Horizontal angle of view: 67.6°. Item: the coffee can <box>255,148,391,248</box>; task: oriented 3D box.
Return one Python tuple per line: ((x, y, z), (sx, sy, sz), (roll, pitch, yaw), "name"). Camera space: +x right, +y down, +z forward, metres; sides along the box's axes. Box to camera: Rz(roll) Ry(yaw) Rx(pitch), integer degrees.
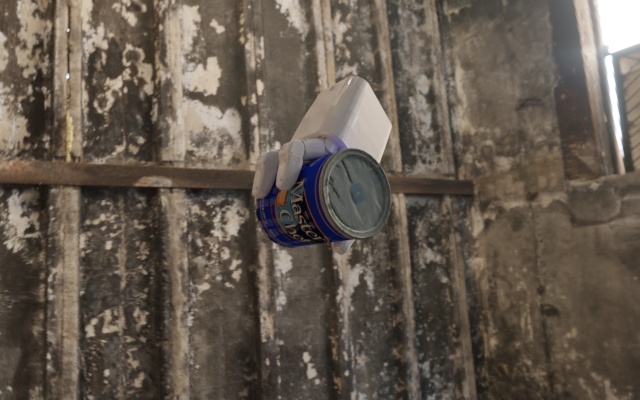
((0.000, 0.002, 0.580), (0.103, 0.103, 0.140), (0, -8, -38), "coffee can")
